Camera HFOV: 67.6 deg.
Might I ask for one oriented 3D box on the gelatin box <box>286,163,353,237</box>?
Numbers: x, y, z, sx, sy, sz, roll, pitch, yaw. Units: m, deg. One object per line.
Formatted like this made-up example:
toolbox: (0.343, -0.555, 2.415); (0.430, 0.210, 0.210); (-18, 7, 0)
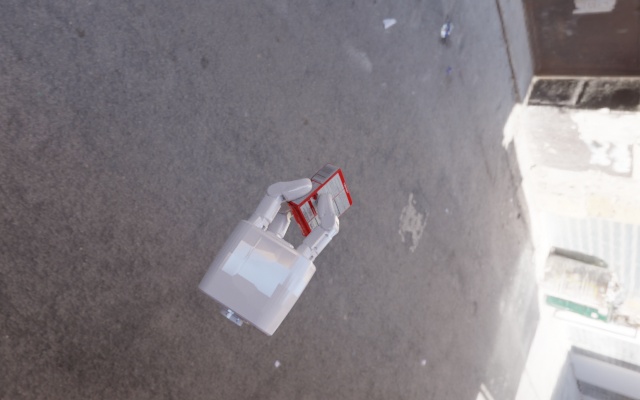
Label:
gelatin box: (0.001, 0.002, 0.683); (0.089, 0.073, 0.030); (-43, 45, -21)
